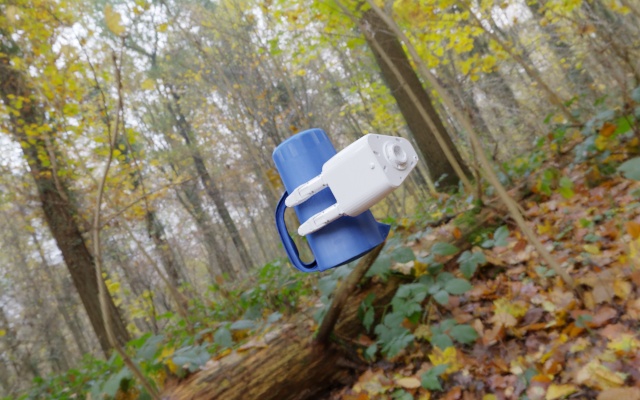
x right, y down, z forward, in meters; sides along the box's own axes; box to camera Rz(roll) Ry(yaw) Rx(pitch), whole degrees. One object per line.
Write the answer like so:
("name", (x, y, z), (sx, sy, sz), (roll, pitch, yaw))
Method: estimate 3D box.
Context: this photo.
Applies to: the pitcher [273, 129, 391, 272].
("pitcher", (0.000, 0.003, 0.864), (0.149, 0.243, 0.145), (-20, -10, -43))
